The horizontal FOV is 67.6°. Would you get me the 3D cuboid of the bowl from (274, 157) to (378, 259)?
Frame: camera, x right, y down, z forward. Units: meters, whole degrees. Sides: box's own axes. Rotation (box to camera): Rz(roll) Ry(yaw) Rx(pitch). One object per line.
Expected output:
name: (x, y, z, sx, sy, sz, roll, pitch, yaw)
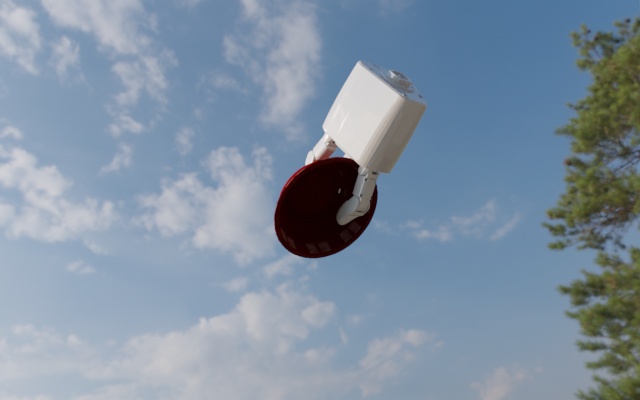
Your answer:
bowl: (-0.001, 0.003, 0.690, 0.162, 0.162, 0.055, 0, 27, -29)
